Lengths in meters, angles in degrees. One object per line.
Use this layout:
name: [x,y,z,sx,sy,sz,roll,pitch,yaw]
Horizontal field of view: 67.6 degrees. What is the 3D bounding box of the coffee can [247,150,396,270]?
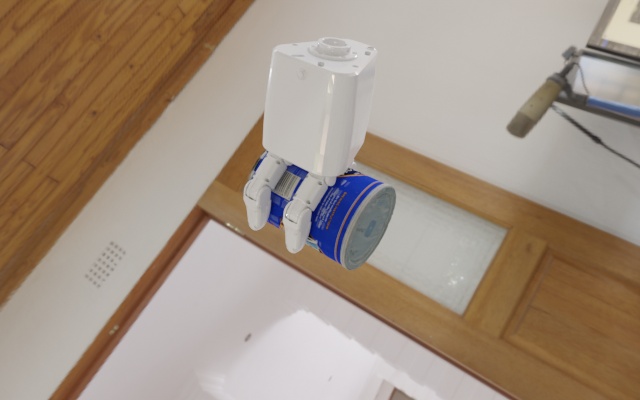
coffee can: [0.000,0.002,0.547,0.140,0.103,0.103,27,12,25]
